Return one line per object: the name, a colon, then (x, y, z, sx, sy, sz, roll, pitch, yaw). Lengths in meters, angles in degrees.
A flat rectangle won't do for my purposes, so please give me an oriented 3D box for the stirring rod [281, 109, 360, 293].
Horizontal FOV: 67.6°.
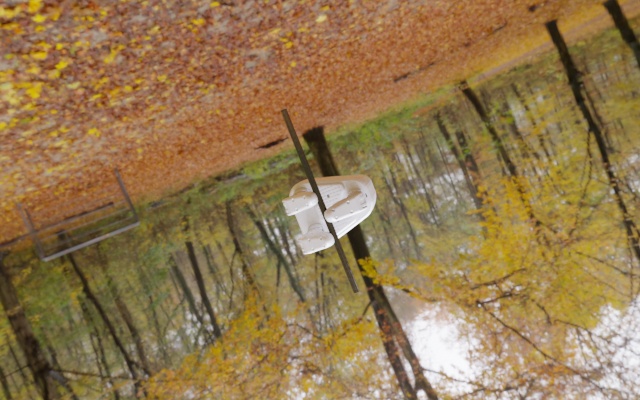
stirring rod: (0.000, 0.002, 0.584, 0.011, 0.239, 0.011, -22, 4, 2)
